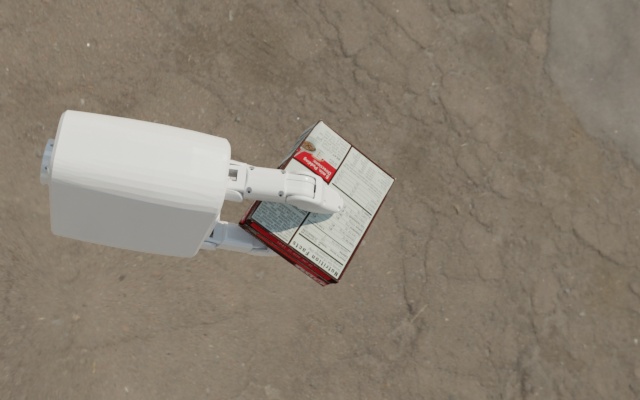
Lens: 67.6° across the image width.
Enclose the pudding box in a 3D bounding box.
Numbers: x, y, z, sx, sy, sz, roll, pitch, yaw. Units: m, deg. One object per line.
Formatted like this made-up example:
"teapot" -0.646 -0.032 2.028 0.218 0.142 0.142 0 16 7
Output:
"pudding box" 0.000 0.001 0.402 0.090 0.113 0.039 38 -23 -11
